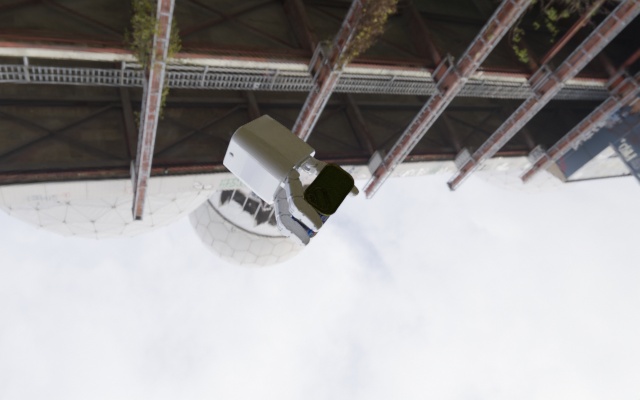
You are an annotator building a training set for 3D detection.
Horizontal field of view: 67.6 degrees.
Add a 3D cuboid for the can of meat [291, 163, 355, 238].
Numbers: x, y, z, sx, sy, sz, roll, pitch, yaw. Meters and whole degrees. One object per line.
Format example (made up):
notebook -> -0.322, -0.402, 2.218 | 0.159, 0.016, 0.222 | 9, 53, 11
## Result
can of meat -> 0.000, 0.003, 0.774 | 0.057, 0.102, 0.084 | 36, -40, 1
